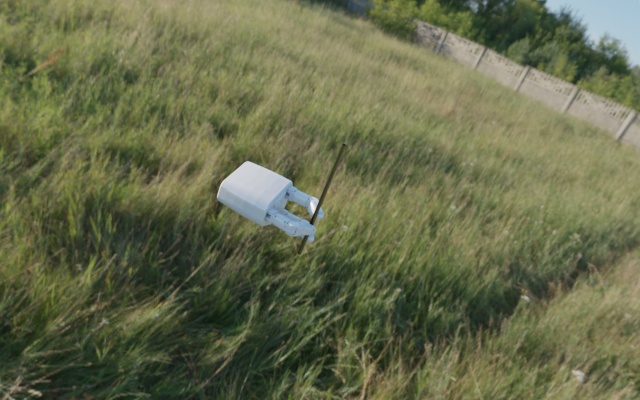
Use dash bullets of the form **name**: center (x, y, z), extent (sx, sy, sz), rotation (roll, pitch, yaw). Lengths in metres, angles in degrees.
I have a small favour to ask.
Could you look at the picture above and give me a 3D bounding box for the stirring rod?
- **stirring rod**: center (0.000, 0.003, 0.893), extent (0.011, 0.240, 0.011), rotation (19, 24, -9)
